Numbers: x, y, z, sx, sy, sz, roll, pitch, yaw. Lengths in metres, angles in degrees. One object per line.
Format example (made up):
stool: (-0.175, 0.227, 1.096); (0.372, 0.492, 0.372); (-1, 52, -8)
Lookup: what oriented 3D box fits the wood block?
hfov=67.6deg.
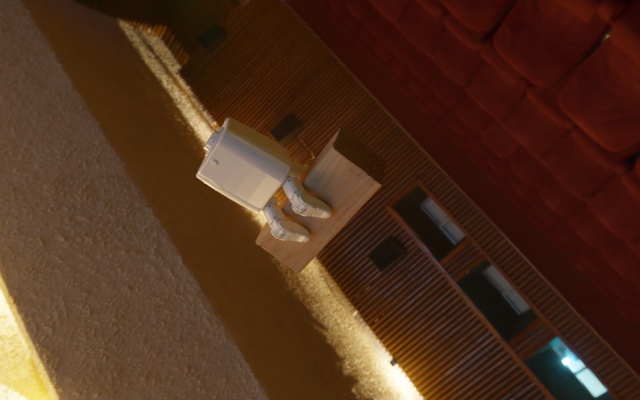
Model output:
wood block: (0.000, 0.002, 0.736); (0.090, 0.206, 0.090); (36, 29, -8)
